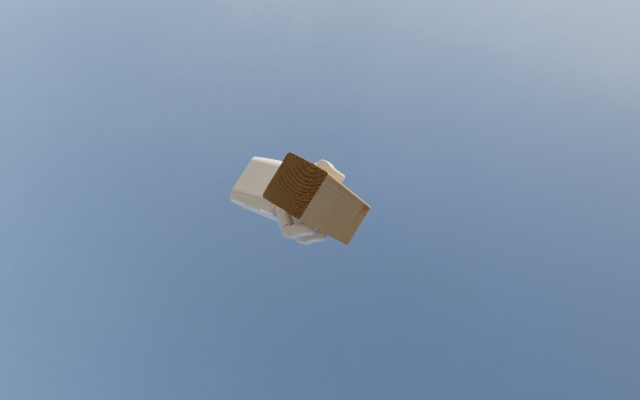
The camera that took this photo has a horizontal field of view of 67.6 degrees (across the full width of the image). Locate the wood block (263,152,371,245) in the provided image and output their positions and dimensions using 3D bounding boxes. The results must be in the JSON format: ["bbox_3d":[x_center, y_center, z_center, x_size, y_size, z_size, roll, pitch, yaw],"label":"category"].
[{"bbox_3d":[0.000,0.002,0.859,0.090,0.091,0.206,30,-1,30],"label":"wood block"}]
